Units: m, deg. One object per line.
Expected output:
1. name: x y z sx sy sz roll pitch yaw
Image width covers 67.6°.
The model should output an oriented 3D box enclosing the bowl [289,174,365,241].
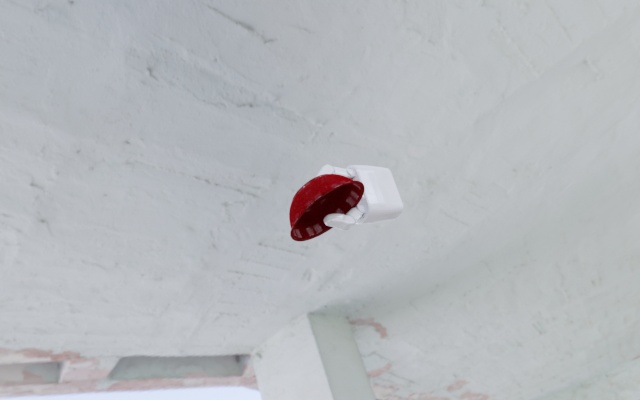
1. bowl: -0.001 0.002 0.866 0.162 0.055 0.162 -31 -23 -15
